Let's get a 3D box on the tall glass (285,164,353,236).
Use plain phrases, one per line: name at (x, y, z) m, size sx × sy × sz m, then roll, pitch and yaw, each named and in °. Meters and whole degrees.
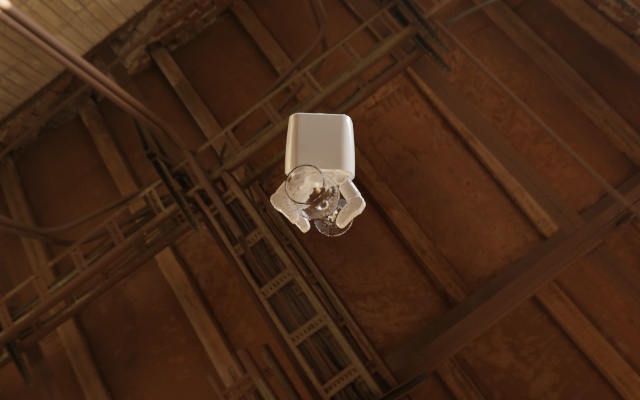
tall glass at (0.000, 0.003, 0.797) m, size 0.079 × 0.079 × 0.201 m, roll 0°, pitch -16°, yaw 15°
